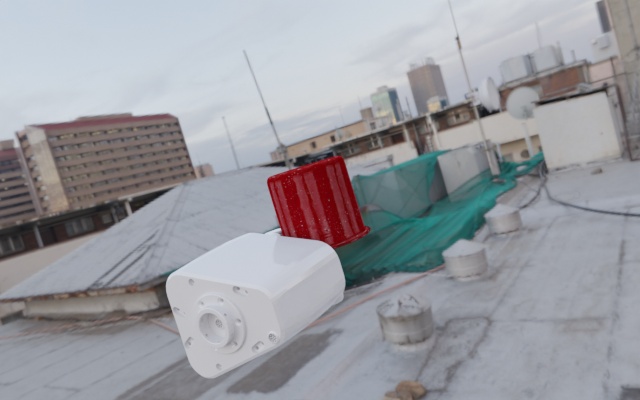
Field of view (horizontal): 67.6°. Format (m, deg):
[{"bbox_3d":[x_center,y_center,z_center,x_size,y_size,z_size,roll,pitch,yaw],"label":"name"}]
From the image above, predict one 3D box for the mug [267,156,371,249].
[{"bbox_3d":[0.001,0.001,0.494,0.093,0.081,0.117,-14,6,27],"label":"mug"}]
